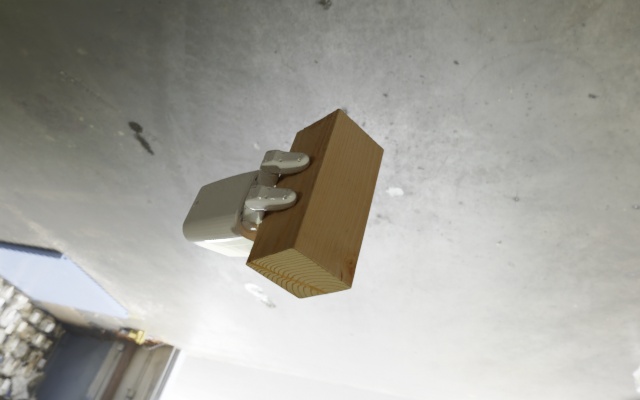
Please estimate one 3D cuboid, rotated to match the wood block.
[{"bbox_3d":[0.000,0.002,0.580,0.091,0.206,0.090,38,-39,-28],"label":"wood block"}]
